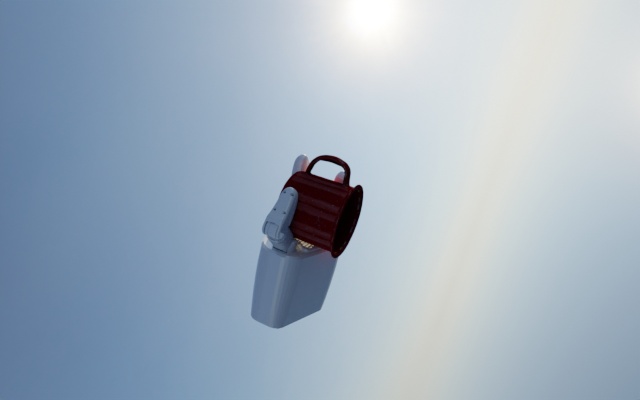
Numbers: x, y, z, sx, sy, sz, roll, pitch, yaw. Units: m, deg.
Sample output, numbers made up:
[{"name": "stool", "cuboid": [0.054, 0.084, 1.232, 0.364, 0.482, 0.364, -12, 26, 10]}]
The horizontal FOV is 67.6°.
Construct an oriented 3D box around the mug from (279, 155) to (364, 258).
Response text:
[{"name": "mug", "cuboid": [0.000, 0.000, 0.577, 0.081, 0.117, 0.093, 19, 19, 18]}]
